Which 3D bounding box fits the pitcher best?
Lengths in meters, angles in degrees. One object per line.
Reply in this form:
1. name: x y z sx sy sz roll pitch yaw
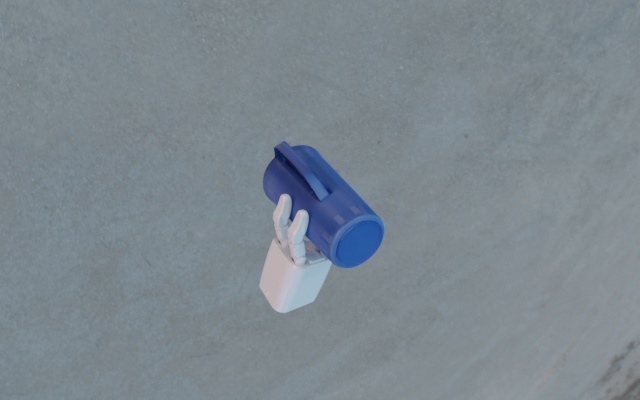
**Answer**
1. pitcher: 0.000 0.003 0.849 0.149 0.145 0.242 5 28 -37
